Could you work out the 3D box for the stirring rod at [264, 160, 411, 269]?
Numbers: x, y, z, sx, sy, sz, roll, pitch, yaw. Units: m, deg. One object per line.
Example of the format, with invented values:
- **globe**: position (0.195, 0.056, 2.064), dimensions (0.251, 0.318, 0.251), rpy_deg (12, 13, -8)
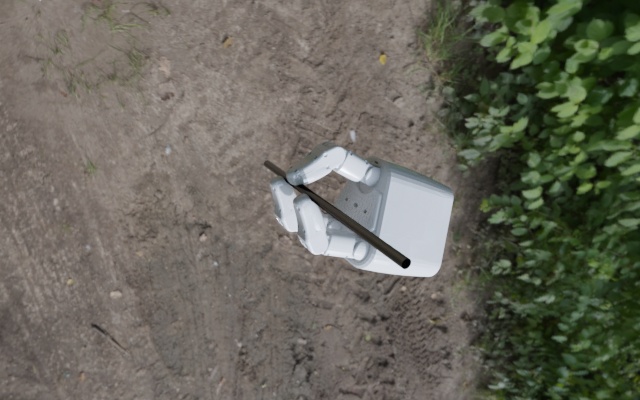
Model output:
- **stirring rod**: position (0.000, 0.001, 0.415), dimensions (0.011, 0.011, 0.239), rpy_deg (0, 20, -30)
